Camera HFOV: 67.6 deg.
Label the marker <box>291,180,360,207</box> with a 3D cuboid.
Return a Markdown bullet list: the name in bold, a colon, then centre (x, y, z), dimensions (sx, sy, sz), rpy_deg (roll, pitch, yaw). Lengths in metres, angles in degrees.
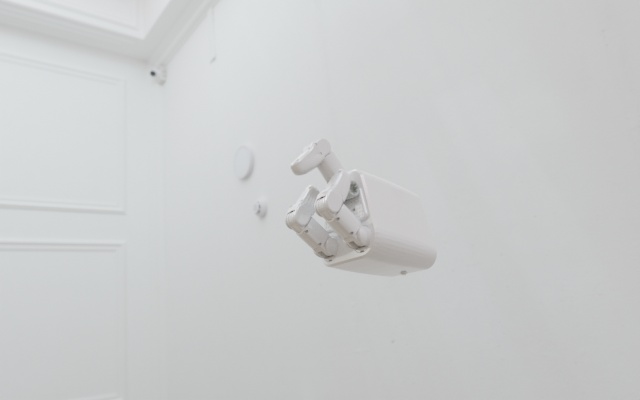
- **marker**: centre (0.000, 0.002, 0.570), dimensions (0.020, 0.020, 0.121), rpy_deg (0, -15, -39)
